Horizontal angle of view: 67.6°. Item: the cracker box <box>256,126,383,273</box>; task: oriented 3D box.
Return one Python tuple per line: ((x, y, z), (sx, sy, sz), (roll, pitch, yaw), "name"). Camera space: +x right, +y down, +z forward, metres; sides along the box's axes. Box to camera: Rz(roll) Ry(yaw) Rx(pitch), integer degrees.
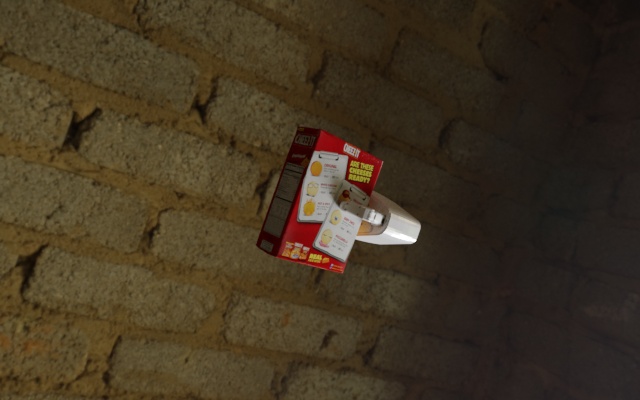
((0.000, 0.003, 0.813), (0.164, 0.213, 0.072), (20, -1, -43), "cracker box")
